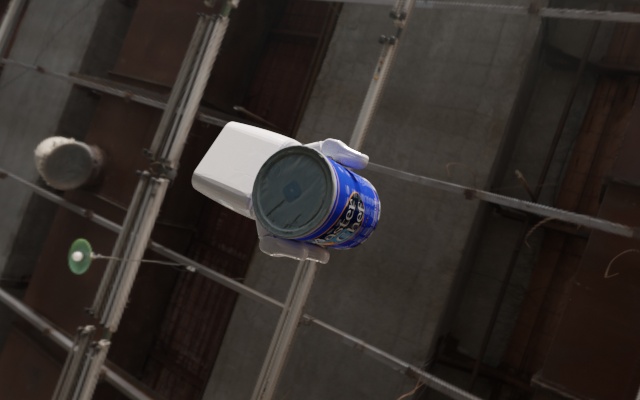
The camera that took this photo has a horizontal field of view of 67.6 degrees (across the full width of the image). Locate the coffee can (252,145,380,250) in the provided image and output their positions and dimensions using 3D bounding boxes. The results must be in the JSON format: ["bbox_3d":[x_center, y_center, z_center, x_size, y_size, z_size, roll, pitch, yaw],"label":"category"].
[{"bbox_3d":[0.000,0.002,0.571,0.103,0.103,0.140,0,-10,27],"label":"coffee can"}]
